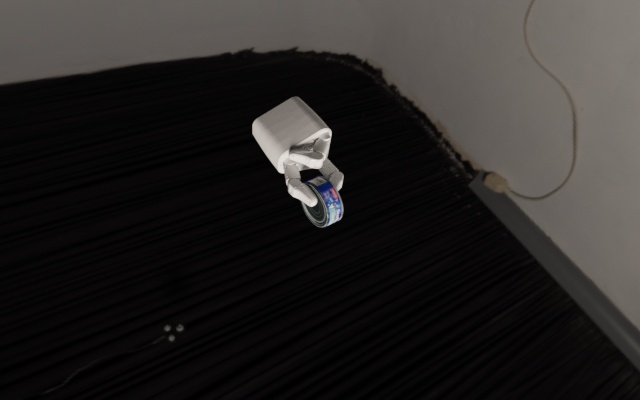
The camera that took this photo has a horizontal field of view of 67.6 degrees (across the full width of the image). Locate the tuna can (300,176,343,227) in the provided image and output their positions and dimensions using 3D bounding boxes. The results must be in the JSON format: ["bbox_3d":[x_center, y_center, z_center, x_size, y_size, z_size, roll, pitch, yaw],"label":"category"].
[{"bbox_3d":[0.000,0.003,0.830,0.033,0.086,0.086,-26,13,-28],"label":"tuna can"}]
